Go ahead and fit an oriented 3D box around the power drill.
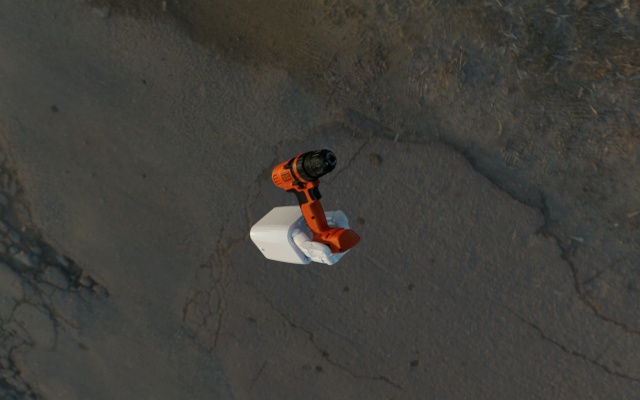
[{"bbox_3d":[0.000,0.003,0.858,0.057,0.188,0.184,-30,9,-29],"label":"power drill"}]
